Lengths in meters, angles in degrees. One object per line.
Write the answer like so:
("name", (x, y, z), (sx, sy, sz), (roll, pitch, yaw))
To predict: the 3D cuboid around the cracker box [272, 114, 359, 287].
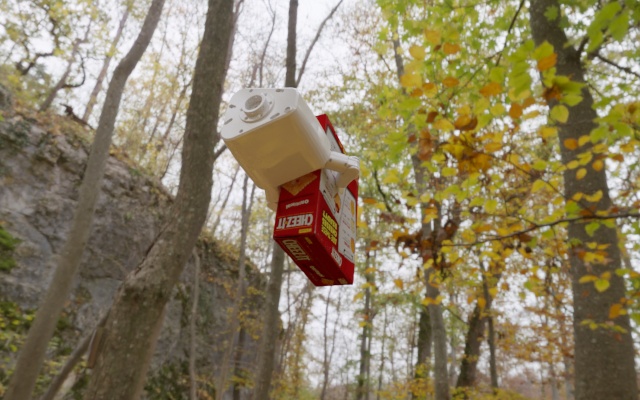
("cracker box", (0.000, 0.002, 0.735), (0.072, 0.213, 0.164), (-8, -36, 21))
